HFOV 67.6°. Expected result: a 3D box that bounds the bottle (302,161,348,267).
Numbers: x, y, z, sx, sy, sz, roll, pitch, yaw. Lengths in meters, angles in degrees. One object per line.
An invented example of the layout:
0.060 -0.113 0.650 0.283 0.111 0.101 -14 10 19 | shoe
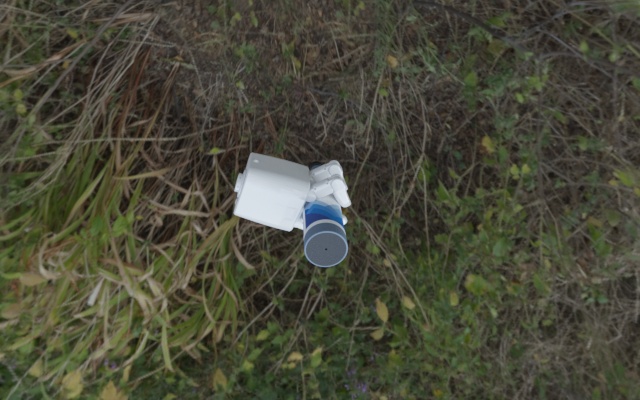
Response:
0.000 0.003 0.849 0.069 0.069 0.295 0 29 -4 | bottle
